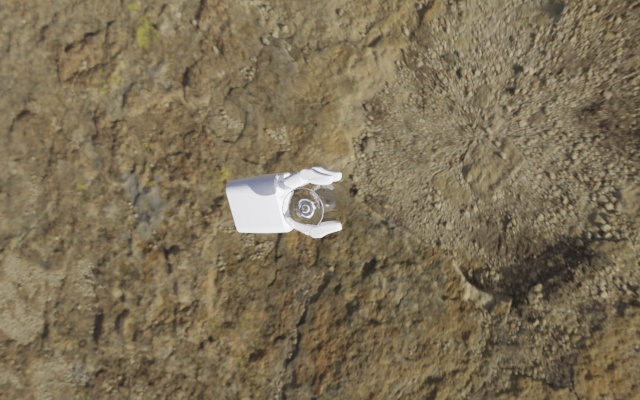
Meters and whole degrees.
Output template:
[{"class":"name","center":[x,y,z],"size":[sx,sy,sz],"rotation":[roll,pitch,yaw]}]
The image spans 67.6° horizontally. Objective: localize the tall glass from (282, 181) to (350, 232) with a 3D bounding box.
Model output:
[{"class":"tall glass","center":[0.000,0.003,0.891],"size":[0.079,0.079,0.201],"rotation":[0,7,18]}]
